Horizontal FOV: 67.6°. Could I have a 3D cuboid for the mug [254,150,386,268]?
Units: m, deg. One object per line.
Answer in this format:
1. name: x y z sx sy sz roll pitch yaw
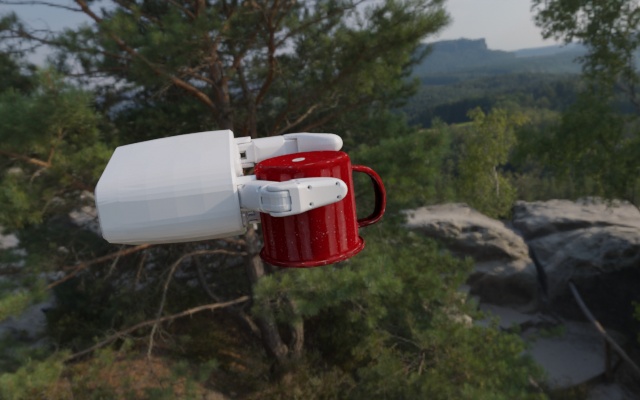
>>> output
1. mug: 0.001 0.001 0.412 0.117 0.081 0.093 -9 13 -9
